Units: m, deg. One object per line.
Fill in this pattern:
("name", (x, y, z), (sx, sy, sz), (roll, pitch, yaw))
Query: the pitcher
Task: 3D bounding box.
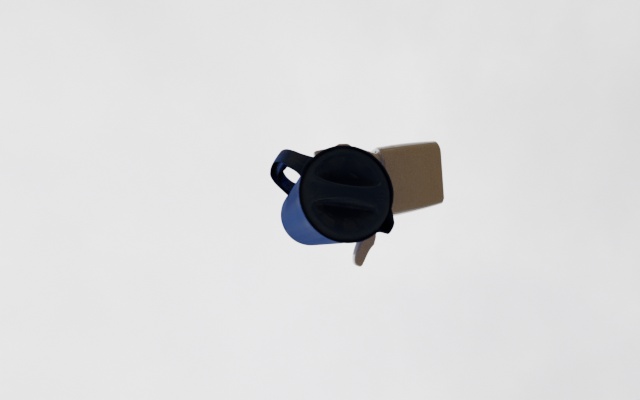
("pitcher", (0.000, 0.002, 0.744), (0.145, 0.149, 0.243), (-12, -6, -16))
